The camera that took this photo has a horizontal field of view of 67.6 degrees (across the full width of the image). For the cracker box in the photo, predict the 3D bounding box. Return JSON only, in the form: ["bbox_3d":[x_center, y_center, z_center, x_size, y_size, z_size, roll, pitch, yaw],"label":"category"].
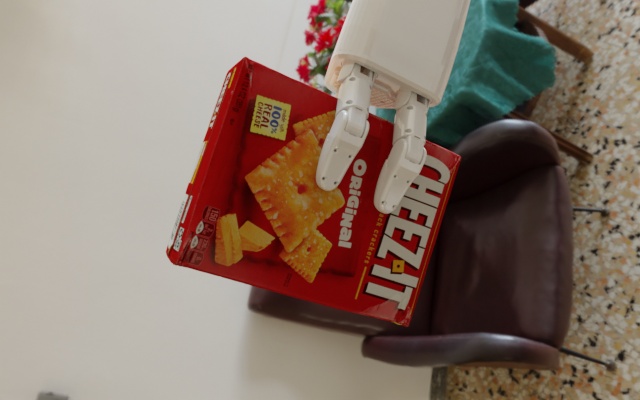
[{"bbox_3d":[0.000,0.001,0.409,0.214,0.164,0.072,20,-4,-22],"label":"cracker box"}]
